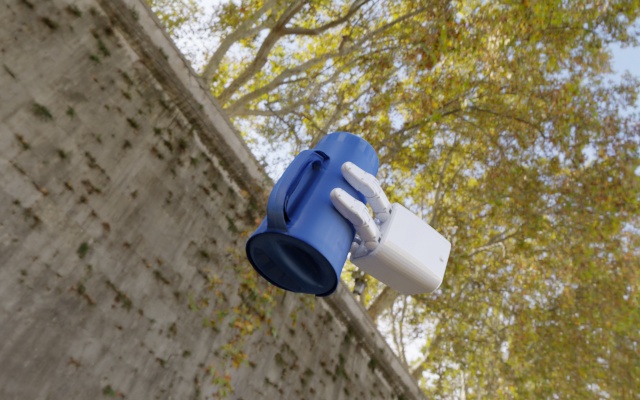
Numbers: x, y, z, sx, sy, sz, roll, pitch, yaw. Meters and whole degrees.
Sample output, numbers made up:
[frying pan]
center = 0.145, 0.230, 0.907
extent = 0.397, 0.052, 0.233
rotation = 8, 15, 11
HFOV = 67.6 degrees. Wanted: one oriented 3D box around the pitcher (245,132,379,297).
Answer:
[pitcher]
center = 0.000, 0.002, 0.691
extent = 0.145, 0.242, 0.149
rotation = 34, -40, -8
